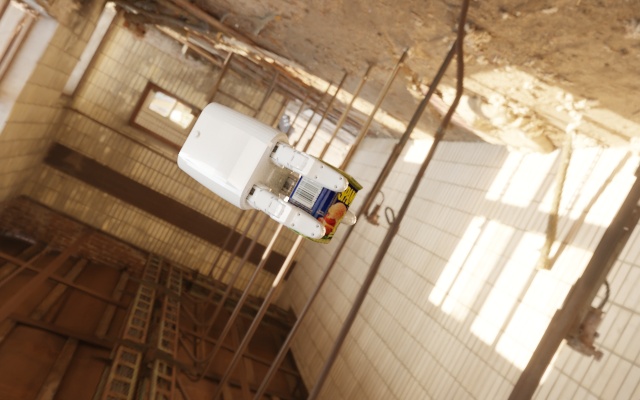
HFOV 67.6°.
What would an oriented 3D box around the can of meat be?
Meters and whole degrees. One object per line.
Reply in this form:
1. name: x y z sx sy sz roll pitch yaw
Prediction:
1. can of meat: 0.000 0.002 0.562 0.057 0.084 0.102 29 0 17
